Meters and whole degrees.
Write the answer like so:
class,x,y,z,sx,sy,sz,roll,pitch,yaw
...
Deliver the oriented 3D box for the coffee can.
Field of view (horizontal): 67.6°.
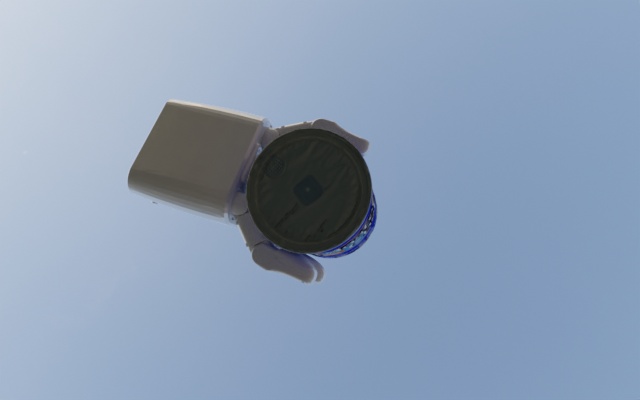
class,x,y,z,sx,sy,sz,roll,pitch,yaw
coffee can,0.000,0.001,0.449,0.103,0.103,0.140,0,-9,9
